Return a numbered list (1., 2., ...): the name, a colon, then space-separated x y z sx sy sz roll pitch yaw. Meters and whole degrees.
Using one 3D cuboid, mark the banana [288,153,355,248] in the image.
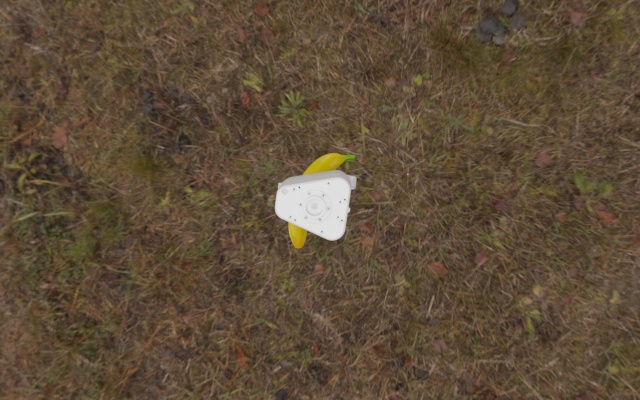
1. banana: -0.014 -0.009 0.850 0.069 0.198 0.037 31 5 -13
